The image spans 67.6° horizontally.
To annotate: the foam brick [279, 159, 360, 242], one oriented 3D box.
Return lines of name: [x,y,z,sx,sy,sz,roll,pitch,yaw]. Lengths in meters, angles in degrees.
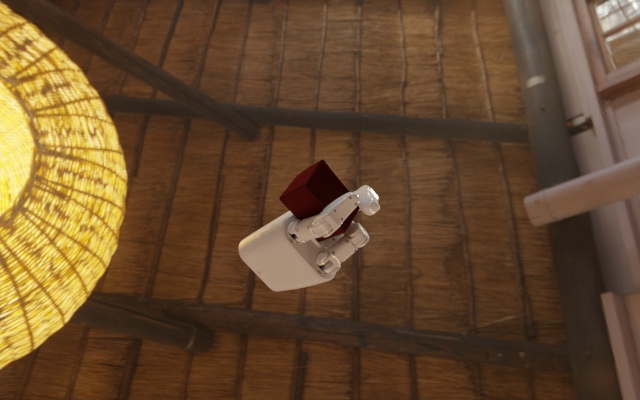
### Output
foam brick: [0.000,0.002,0.576,0.051,0.078,0.053,-24,23,44]
